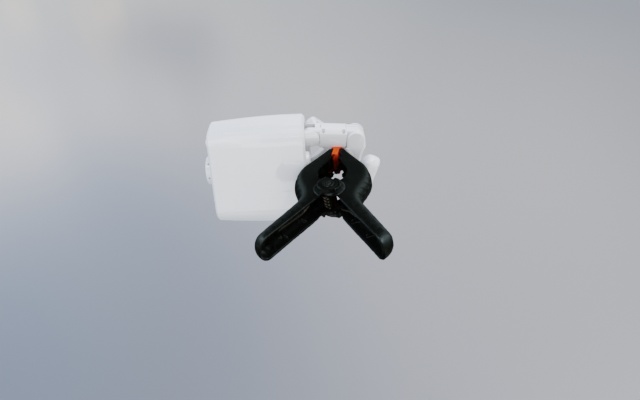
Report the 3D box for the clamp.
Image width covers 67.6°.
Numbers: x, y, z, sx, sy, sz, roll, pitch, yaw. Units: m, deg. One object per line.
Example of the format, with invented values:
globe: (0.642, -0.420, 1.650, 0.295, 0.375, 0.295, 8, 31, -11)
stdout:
clamp: (0.000, 0.001, 0.467, 0.120, 0.039, 0.171, -2, 33, -1)
